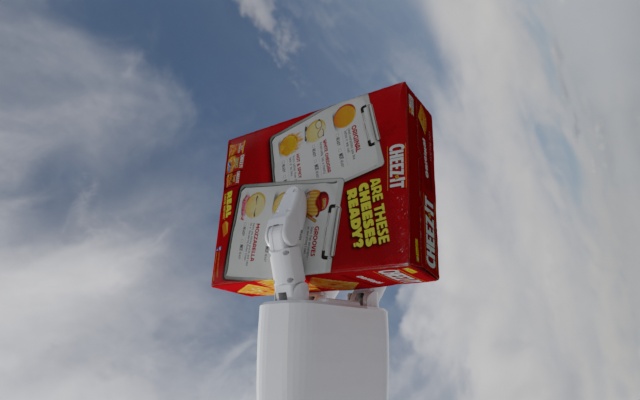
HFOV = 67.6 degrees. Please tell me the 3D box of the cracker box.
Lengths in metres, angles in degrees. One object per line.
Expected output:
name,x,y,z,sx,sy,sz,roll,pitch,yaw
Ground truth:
cracker box,0.000,0.001,0.459,0.214,0.164,0.072,-12,-25,33
